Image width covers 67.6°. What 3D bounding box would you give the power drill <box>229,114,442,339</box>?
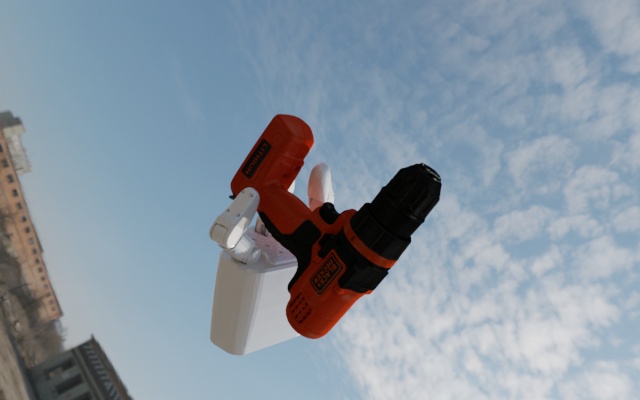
[{"bbox_3d":[0.000,0.001,0.439,0.057,0.184,0.187,17,28,-47],"label":"power drill"}]
